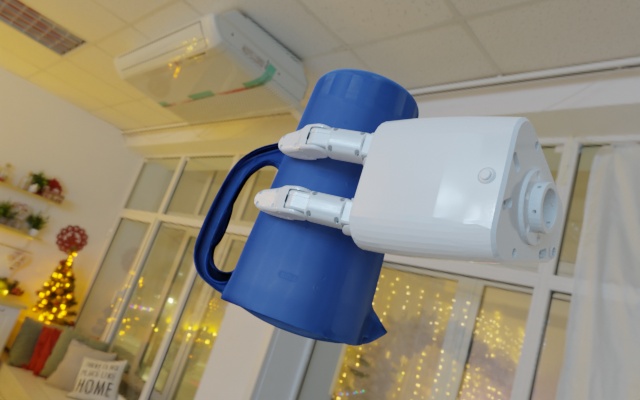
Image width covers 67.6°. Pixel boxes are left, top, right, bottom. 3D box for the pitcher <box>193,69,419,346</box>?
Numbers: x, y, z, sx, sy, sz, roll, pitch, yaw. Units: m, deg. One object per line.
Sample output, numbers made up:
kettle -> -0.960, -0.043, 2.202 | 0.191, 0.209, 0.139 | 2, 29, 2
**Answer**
pitcher -> 0.000, 0.002, 0.451 | 0.145, 0.242, 0.149 | 4, -20, 47
